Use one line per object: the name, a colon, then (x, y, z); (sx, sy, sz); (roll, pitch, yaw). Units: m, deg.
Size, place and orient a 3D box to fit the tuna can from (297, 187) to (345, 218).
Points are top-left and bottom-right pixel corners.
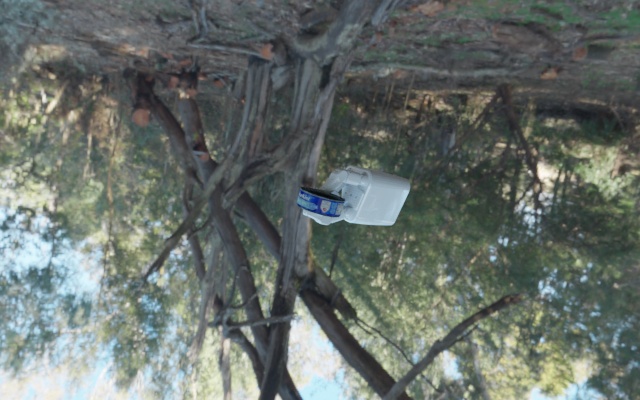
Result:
tuna can: (0.000, 0.003, 0.881); (0.086, 0.034, 0.086); (16, 8, -2)
